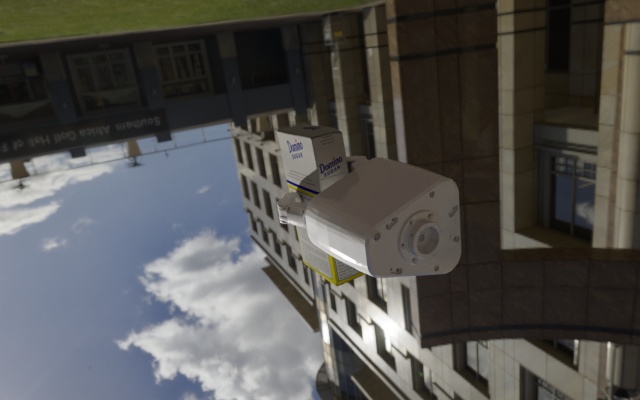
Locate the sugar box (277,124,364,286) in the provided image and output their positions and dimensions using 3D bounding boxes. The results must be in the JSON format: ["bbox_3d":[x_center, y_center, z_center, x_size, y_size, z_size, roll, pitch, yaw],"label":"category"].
[{"bbox_3d":[0.001,0.002,0.562,0.048,0.176,0.093,-16,20,-25],"label":"sugar box"}]
